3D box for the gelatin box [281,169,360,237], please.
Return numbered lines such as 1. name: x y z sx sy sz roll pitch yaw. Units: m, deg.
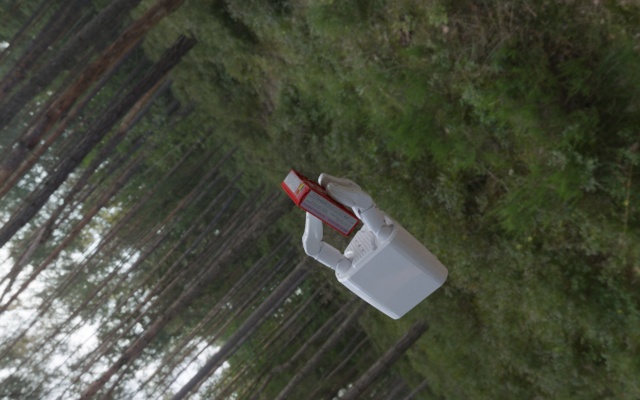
1. gelatin box: 0.000 0.002 0.613 0.089 0.030 0.073 32 8 -30
